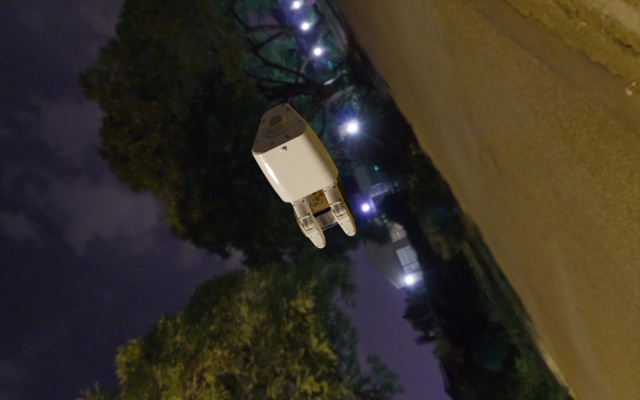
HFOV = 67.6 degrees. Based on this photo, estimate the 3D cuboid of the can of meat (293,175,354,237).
[{"bbox_3d":[0.000,0.003,0.806,0.084,0.102,0.057,-24,-45,10],"label":"can of meat"}]
